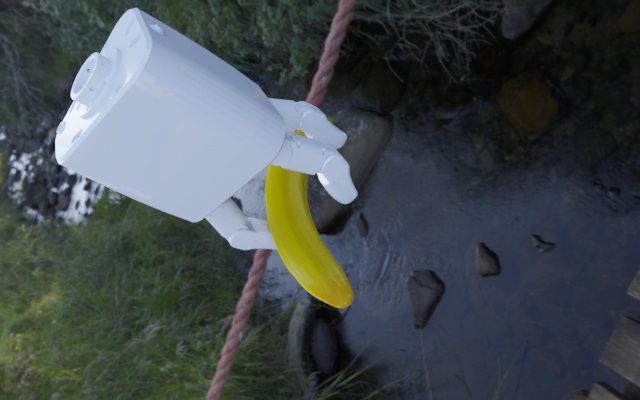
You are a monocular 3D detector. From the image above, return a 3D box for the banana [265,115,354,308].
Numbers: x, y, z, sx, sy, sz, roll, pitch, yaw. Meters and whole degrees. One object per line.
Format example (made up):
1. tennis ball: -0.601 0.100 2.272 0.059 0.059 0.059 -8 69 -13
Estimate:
1. banana: -0.016 0.005 0.414 0.069 0.197 0.037 -24 -38 24
